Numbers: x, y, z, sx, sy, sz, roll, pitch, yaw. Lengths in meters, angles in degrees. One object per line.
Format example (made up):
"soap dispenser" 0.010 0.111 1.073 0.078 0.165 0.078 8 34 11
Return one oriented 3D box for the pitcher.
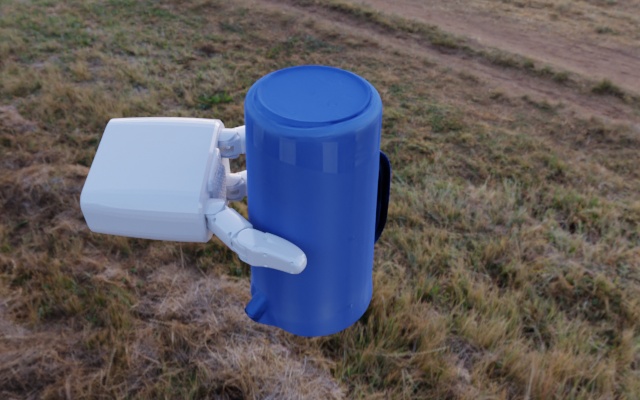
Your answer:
"pitcher" 0.000 0.002 0.452 0.145 0.243 0.149 4 42 3
